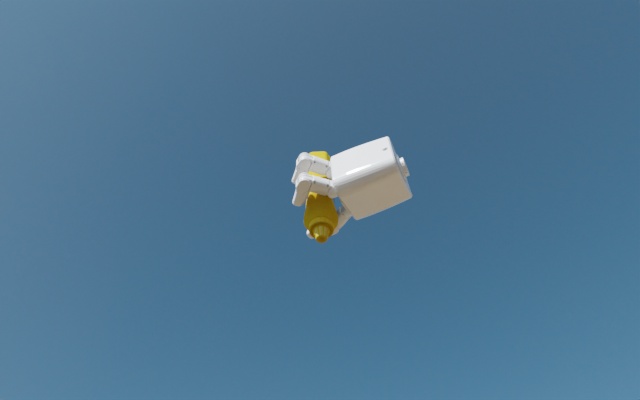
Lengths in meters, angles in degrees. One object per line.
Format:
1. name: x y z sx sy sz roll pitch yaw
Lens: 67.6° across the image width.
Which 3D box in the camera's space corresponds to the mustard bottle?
1. mustard bottle: 0.000 0.003 0.832 0.058 0.096 0.191 -2 38 -1
